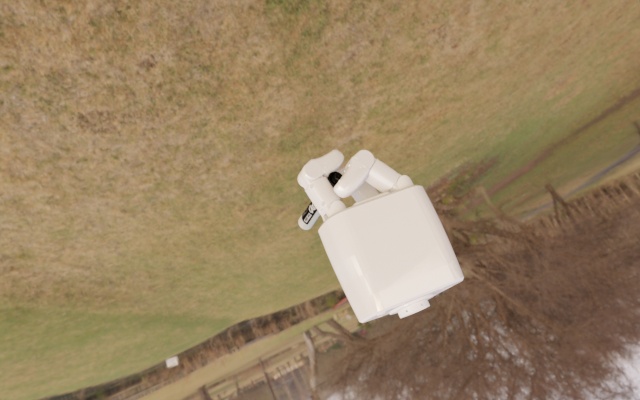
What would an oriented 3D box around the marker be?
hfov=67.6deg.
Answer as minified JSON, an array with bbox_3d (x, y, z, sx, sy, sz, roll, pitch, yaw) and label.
[{"bbox_3d":[0.000,0.002,0.547,0.020,0.020,0.121,0,-26,-21],"label":"marker"}]
